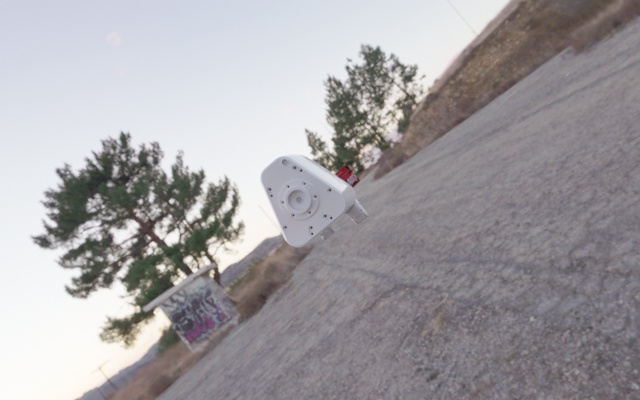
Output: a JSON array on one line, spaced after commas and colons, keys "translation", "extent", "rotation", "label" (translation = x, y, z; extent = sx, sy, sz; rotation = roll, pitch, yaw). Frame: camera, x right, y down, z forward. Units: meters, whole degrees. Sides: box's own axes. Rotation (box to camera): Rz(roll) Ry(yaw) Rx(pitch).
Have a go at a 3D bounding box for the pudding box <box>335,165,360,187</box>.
[{"translation": [0.000, 0.002, 0.749], "extent": [0.113, 0.039, 0.090], "rotation": [-40, 0, 37], "label": "pudding box"}]
